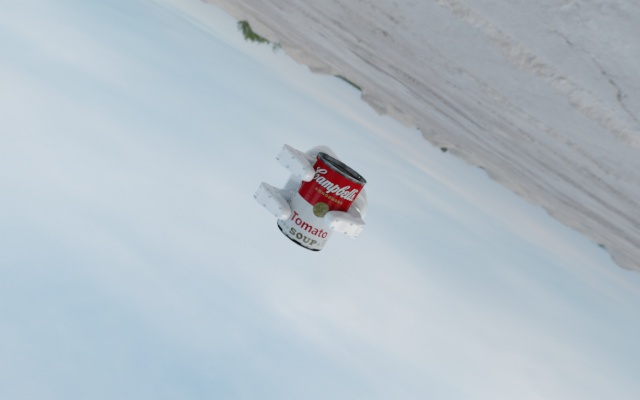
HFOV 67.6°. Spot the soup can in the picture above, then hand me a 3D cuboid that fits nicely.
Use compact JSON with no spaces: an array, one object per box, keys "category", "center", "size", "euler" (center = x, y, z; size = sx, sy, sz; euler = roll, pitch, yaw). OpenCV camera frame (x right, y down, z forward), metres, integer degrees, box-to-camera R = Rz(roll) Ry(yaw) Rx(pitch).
[{"category":"soup can","center":[0.000,0.002,0.577],"size":[0.068,0.102,0.068],"euler":[31,13,-8]}]
